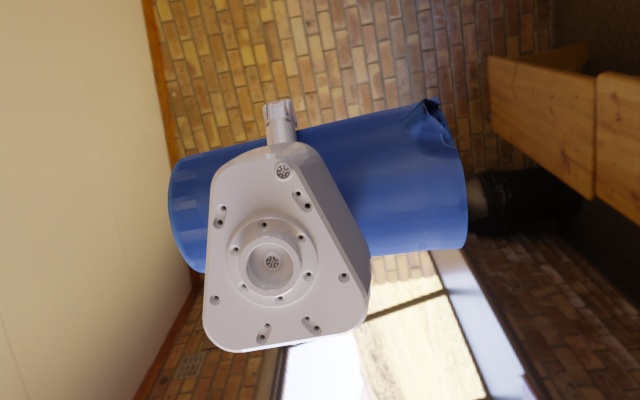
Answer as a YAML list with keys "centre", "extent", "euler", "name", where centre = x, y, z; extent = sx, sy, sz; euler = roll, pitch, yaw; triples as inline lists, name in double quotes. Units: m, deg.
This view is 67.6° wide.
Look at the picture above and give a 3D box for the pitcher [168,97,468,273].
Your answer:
- centre: [0.000, 0.001, 0.435]
  extent: [0.243, 0.149, 0.145]
  euler: [-9, 8, 5]
  name: "pitcher"
